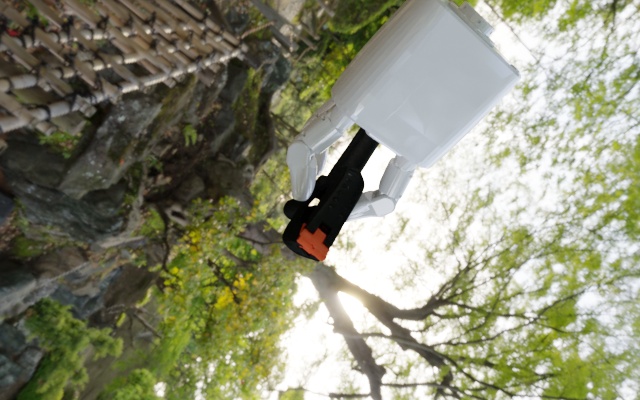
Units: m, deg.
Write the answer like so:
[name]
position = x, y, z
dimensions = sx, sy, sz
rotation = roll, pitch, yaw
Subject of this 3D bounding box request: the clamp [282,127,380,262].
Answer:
[clamp]
position = 0.001, 0.002, 0.462
dimensions = 0.165, 0.036, 0.210
rotation = -45, 11, 28
